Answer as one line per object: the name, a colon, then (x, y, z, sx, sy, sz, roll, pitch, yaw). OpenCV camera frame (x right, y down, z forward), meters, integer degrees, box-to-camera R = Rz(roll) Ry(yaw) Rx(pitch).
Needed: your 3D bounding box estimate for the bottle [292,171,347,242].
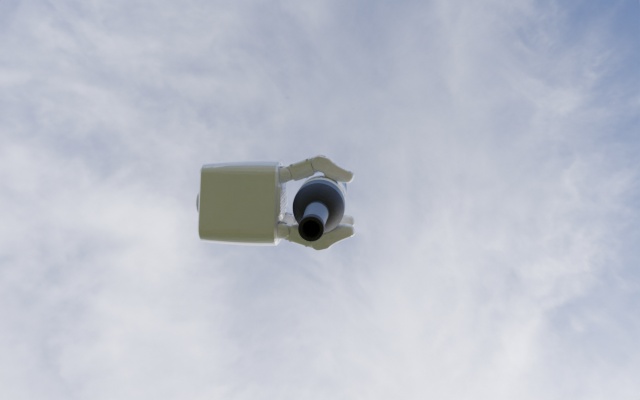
bottle: (0.000, 0.002, 0.638, 0.069, 0.069, 0.295, 0, 11, 4)
